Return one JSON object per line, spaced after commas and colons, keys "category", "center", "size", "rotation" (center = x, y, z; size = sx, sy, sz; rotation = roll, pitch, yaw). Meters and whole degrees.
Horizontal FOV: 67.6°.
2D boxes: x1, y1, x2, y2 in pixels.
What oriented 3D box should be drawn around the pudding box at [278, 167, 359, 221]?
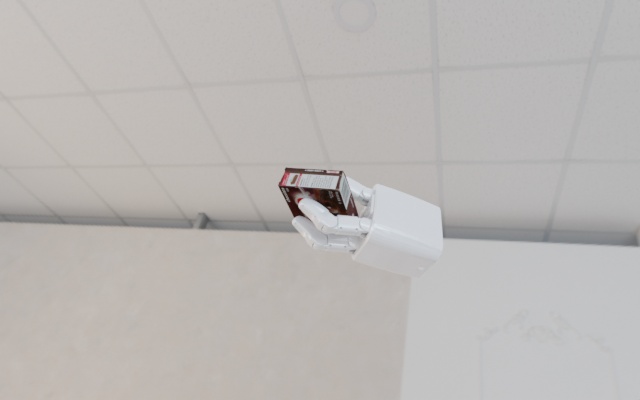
{"category": "pudding box", "center": [0.000, 0.002, 0.685], "size": [0.090, 0.039, 0.114], "rotation": [4, -37, 20]}
